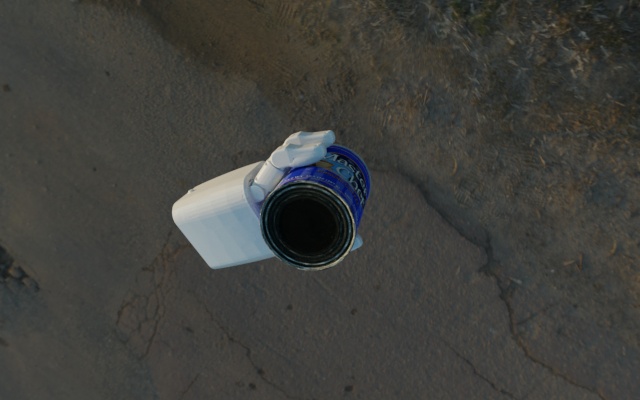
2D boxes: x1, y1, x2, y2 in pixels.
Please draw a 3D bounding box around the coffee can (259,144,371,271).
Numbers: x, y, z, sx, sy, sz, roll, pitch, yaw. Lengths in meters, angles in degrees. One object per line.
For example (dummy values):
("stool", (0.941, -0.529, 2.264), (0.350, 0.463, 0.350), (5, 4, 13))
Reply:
("coffee can", (0.000, 0.002, 0.552), (0.103, 0.103, 0.140), (0, 22, 13))
